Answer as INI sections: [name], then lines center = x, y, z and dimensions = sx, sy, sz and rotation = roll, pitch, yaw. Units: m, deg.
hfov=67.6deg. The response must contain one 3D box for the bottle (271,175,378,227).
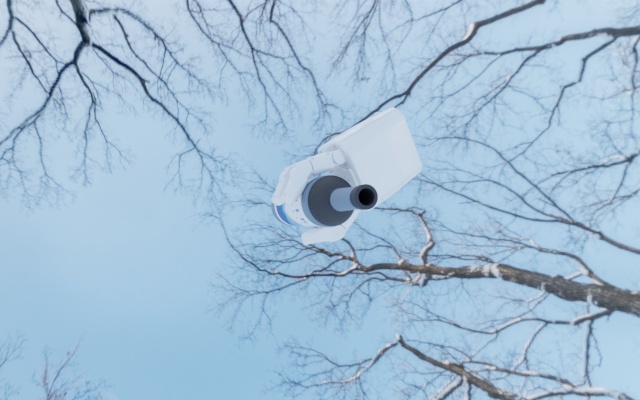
[bottle]
center = 0.000, 0.002, 0.644
dimensions = 0.069, 0.069, 0.296
rotation = 0, -2, -19
